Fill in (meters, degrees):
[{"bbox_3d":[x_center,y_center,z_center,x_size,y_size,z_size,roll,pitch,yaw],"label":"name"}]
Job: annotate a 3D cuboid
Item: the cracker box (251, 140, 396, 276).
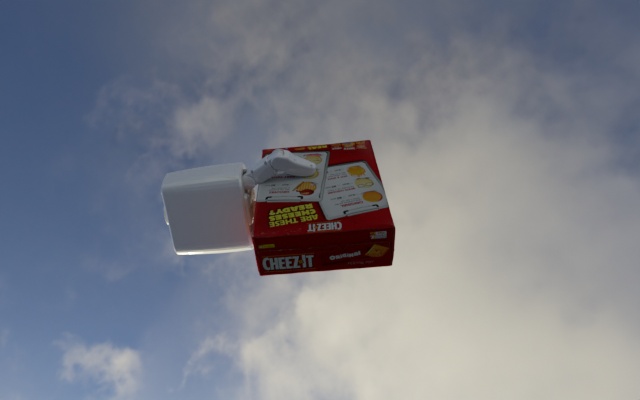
[{"bbox_3d":[0.000,0.002,0.637,0.164,0.072,0.213,-5,35,0],"label":"cracker box"}]
